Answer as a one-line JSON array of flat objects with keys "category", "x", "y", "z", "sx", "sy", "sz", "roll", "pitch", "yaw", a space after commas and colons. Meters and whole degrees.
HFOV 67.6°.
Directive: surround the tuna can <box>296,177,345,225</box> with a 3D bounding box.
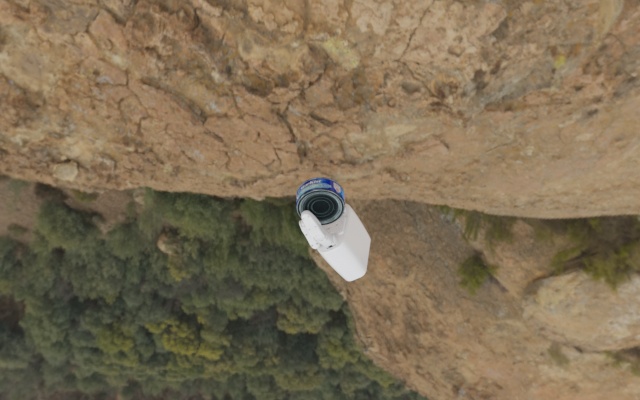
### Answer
[{"category": "tuna can", "x": 0.000, "y": 0.003, "z": 0.831, "sx": 0.086, "sy": 0.086, "sz": 0.033, "roll": 0, "pitch": 41, "yaw": -1}]
